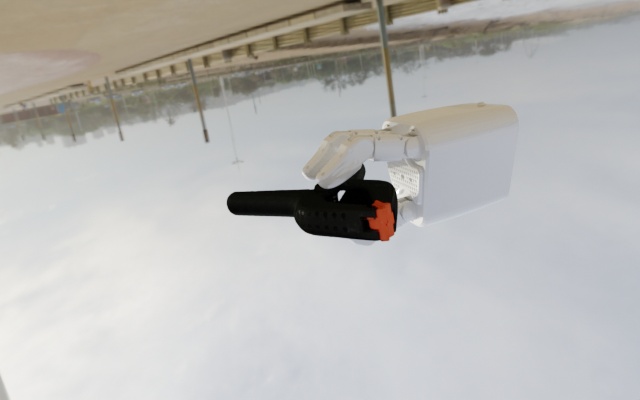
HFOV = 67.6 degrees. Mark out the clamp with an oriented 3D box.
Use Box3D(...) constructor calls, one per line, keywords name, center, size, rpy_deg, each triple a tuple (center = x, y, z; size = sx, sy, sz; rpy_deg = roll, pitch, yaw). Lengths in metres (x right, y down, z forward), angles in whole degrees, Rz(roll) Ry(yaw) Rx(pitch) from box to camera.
Box3D(name="clamp", center=(0.001, 0.002, 0.454), size=(0.164, 0.036, 0.210), rpy_deg=(-16, 16, -13))
